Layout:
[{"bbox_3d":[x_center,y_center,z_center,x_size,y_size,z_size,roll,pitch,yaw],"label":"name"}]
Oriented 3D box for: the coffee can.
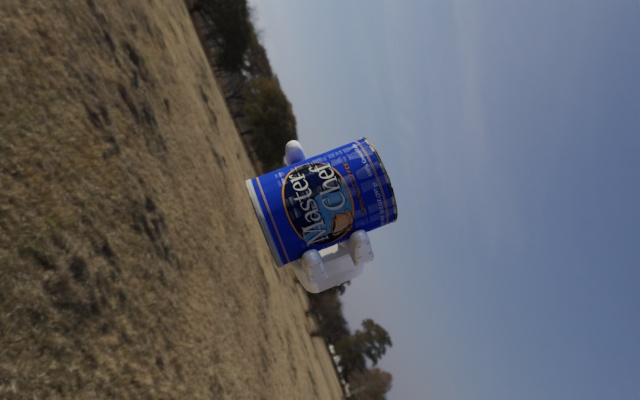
[{"bbox_3d":[0.000,0.002,0.531,0.140,0.103,0.103,-21,2,-6],"label":"coffee can"}]
